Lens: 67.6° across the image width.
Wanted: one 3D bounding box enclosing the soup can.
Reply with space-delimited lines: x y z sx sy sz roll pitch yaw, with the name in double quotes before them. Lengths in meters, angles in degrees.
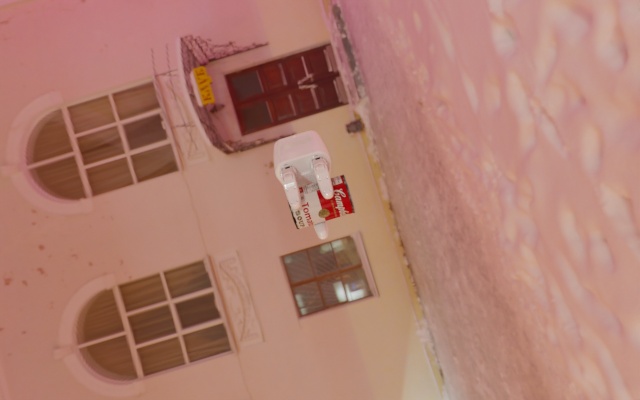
"soup can" 0.000 0.003 0.803 0.102 0.068 0.068 -17 0 0
